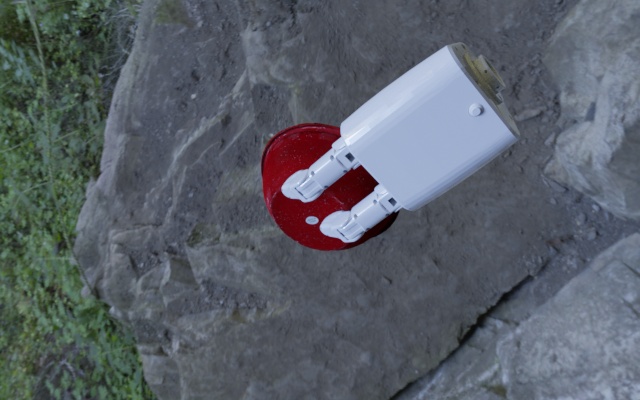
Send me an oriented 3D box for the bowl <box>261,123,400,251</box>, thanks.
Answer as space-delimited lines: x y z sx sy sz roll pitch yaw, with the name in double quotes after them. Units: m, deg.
-0.001 0.003 0.503 0.162 0.162 0.055 0 40 27 "bowl"
